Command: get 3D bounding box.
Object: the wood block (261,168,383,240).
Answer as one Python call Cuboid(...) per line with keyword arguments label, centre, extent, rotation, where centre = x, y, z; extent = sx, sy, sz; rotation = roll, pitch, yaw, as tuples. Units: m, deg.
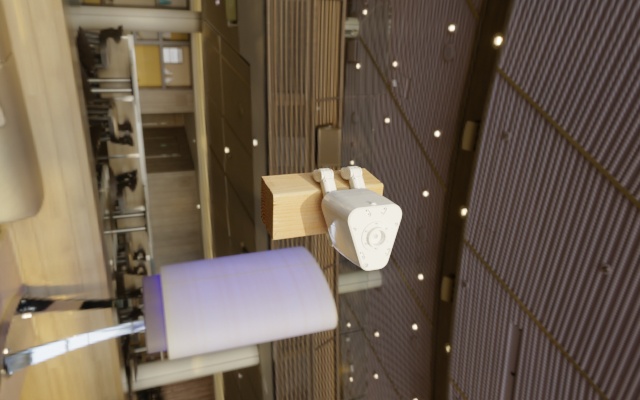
Cuboid(label="wood block", centre=(0.000, 0.003, 0.884), extent=(0.206, 0.091, 0.090), rotation=(-6, 26, -20))
